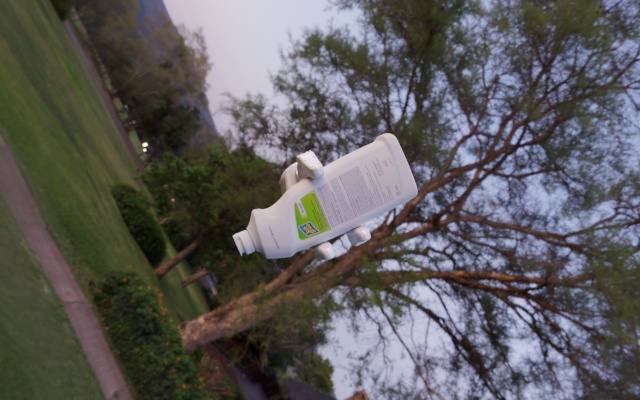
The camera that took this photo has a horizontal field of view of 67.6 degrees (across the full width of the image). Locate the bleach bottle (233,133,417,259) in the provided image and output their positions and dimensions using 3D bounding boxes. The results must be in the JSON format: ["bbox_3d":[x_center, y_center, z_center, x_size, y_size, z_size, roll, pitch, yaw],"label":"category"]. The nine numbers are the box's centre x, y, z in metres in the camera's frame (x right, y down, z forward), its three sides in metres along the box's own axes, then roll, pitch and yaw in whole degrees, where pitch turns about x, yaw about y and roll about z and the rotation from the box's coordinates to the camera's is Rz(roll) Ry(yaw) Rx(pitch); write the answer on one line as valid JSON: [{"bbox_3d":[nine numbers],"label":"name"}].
[{"bbox_3d":[0.000,0.002,0.646,0.251,0.102,0.068,-24,2,-11],"label":"bleach bottle"}]
